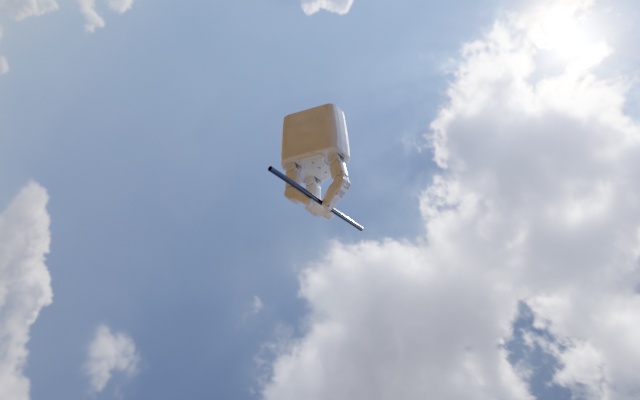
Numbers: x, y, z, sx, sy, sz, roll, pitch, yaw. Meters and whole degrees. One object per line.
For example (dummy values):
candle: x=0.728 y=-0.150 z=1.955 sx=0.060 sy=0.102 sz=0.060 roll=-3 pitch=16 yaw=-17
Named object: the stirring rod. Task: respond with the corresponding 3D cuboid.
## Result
stirring rod: x=0.000 y=0.002 z=0.765 sx=0.011 sy=0.011 sz=0.240 roll=0 pitch=-24 yaw=41
